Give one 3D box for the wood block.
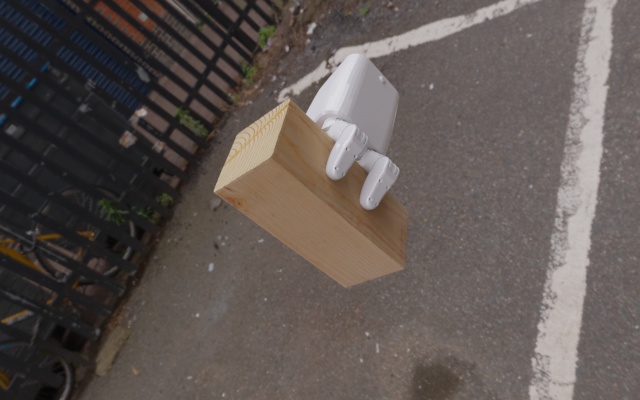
[{"bbox_3d":[0.000,0.001,0.529,0.091,0.090,0.206,-25,-52,37],"label":"wood block"}]
